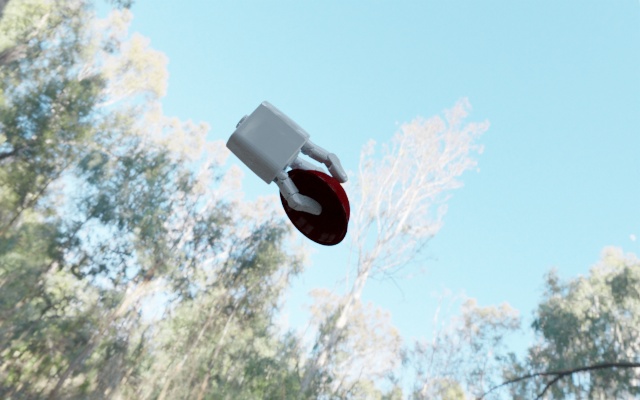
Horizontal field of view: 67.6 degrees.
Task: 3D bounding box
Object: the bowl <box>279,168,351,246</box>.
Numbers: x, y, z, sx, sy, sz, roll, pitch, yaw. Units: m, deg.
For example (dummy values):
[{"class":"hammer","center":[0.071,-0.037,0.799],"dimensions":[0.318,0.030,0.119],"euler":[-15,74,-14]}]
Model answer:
[{"class":"bowl","center":[0.001,0.004,0.880],"dimensions":[0.162,0.162,0.055],"euler":[0,28,46]}]
